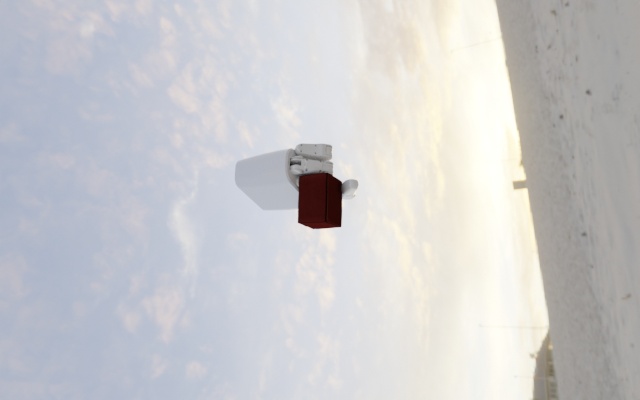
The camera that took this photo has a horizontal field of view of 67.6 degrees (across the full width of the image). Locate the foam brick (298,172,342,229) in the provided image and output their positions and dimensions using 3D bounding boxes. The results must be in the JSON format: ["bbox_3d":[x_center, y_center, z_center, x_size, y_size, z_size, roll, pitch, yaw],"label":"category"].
[{"bbox_3d":[0.000,0.003,0.740,0.051,0.078,0.053,-7,-17,27],"label":"foam brick"}]
